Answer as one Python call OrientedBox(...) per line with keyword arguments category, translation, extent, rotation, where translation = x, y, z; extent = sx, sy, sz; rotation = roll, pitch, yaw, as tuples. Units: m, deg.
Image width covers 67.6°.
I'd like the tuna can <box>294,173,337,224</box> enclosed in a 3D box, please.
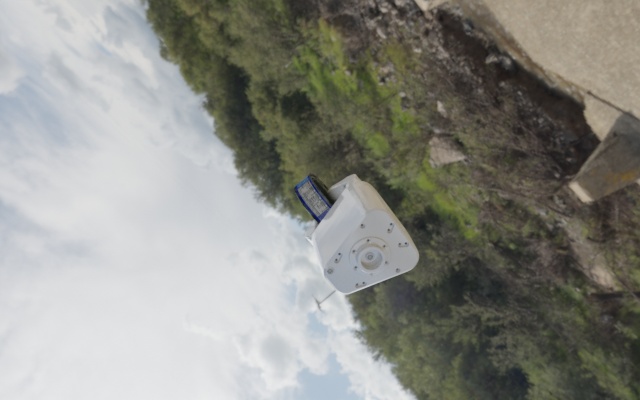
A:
OrientedBox(category="tuna can", translation=(0.000, 0.003, 0.711), extent=(0.034, 0.086, 0.086), rotation=(-39, -7, 9))
